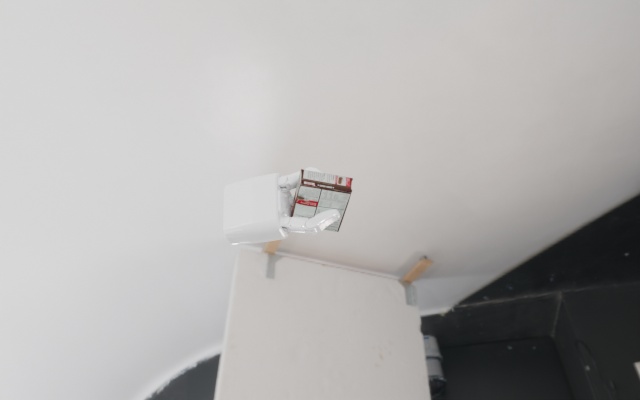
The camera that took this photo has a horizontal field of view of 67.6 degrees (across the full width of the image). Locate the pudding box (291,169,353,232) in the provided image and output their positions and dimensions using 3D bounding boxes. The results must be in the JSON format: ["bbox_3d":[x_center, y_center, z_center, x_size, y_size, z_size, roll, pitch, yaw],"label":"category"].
[{"bbox_3d":[0.000,0.003,0.821,0.090,0.039,0.114,9,-40,-6],"label":"pudding box"}]
